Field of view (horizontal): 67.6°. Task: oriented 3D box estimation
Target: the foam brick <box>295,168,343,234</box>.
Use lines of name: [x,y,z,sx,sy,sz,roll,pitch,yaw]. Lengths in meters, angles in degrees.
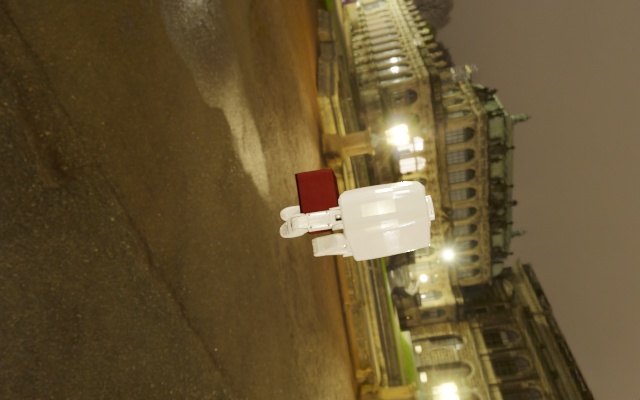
foam brick: [0.000,0.002,0.647,0.051,0.078,0.053,-11,-13,8]
